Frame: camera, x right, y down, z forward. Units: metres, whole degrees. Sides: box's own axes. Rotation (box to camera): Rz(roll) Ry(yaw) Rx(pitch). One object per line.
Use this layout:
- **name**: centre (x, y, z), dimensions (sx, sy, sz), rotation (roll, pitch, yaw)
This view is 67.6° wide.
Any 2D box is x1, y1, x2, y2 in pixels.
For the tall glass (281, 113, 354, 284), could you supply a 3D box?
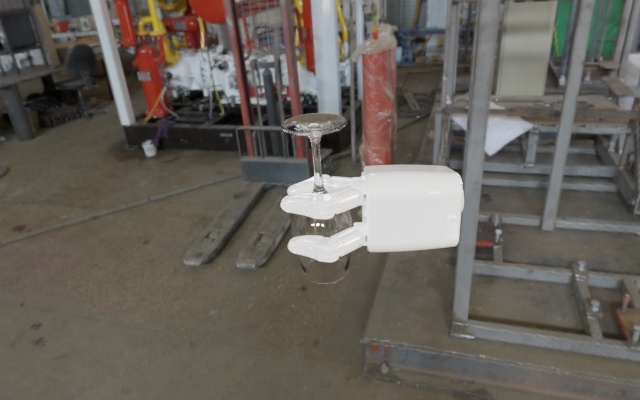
- **tall glass**: centre (0.000, 0.001, 0.578), dimensions (0.079, 0.201, 0.079), rotation (-3, 27, 2)
